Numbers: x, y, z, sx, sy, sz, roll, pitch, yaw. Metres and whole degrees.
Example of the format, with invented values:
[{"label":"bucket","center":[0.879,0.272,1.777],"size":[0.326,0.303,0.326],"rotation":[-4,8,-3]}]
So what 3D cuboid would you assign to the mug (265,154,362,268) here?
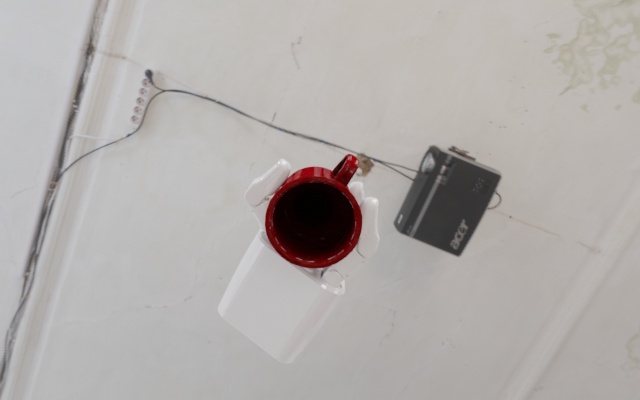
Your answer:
[{"label":"mug","center":[0.001,0.000,0.489],"size":[0.093,0.117,0.081],"rotation":[31,13,-8]}]
